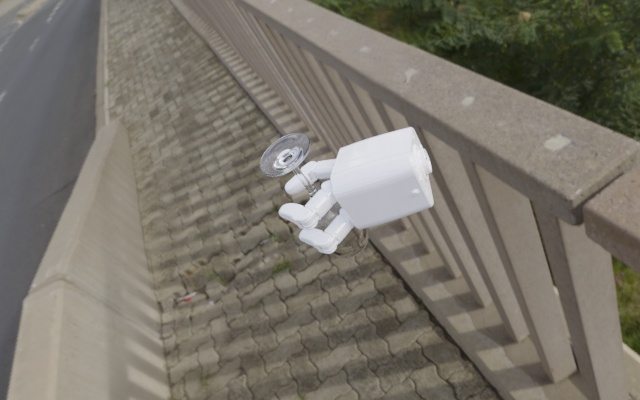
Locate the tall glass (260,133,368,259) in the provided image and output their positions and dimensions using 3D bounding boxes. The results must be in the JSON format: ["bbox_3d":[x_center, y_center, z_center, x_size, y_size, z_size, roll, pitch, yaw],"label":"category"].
[{"bbox_3d":[0.000,0.002,0.669,0.079,0.079,0.201,0,-38,35],"label":"tall glass"}]
